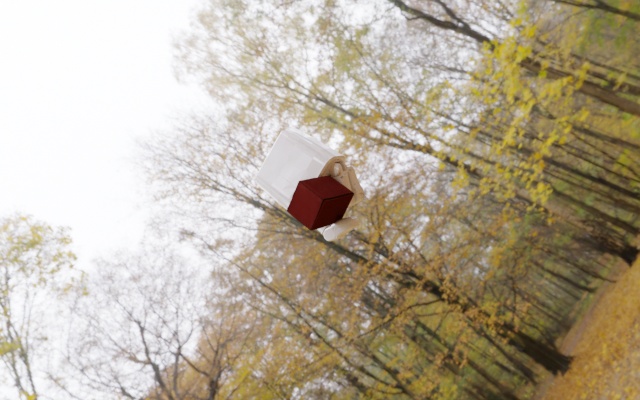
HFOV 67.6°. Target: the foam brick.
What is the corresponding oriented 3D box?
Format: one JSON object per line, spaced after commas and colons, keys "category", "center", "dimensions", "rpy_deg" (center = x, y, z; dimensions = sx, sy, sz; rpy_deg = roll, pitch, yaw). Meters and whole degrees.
{"category": "foam brick", "center": [0.000, 0.002, 0.685], "dimensions": [0.051, 0.053, 0.078], "rpy_deg": [37, 27, 25]}
